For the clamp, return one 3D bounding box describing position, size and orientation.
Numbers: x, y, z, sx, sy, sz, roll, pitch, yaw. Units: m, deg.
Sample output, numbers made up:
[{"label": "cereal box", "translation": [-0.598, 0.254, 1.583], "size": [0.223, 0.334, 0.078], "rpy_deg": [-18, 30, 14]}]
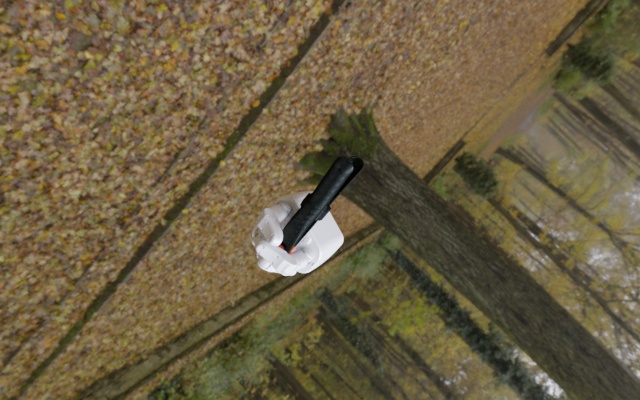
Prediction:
[{"label": "clamp", "translation": [0.000, 0.003, 0.654], "size": [0.039, 0.171, 0.120], "rpy_deg": [45, 22, 11]}]
